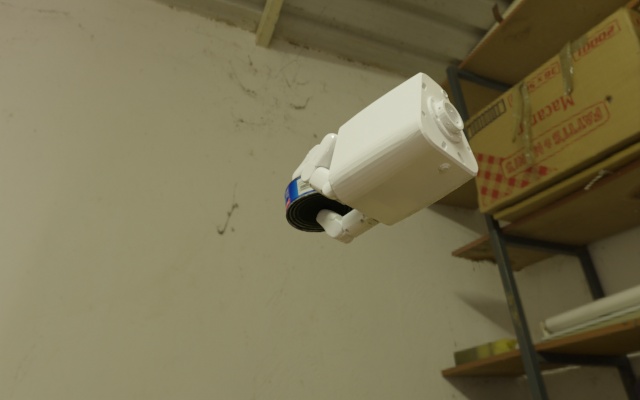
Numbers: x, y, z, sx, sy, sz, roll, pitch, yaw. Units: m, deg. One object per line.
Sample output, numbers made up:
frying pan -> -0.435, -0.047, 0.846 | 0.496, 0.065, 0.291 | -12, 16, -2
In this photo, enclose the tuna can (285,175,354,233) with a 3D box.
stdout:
tuna can -> 0.000, 0.001, 0.571 | 0.086, 0.033, 0.086 | -6, -35, -4
